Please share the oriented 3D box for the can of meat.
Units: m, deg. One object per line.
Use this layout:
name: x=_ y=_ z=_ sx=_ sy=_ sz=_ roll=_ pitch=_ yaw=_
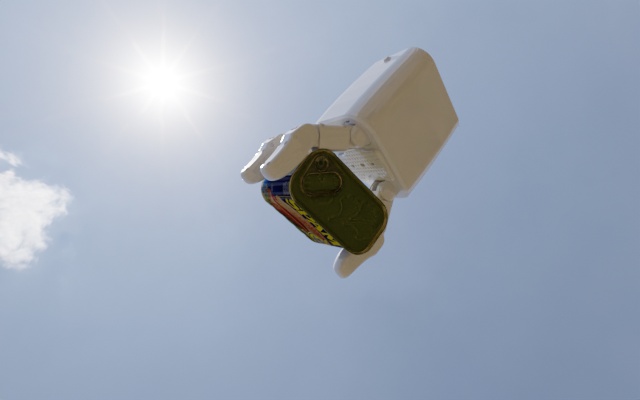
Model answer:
can of meat: x=0.000 y=0.002 z=0.456 sx=0.102 sy=0.057 sz=0.084 roll=43 pitch=-17 yaw=-21
